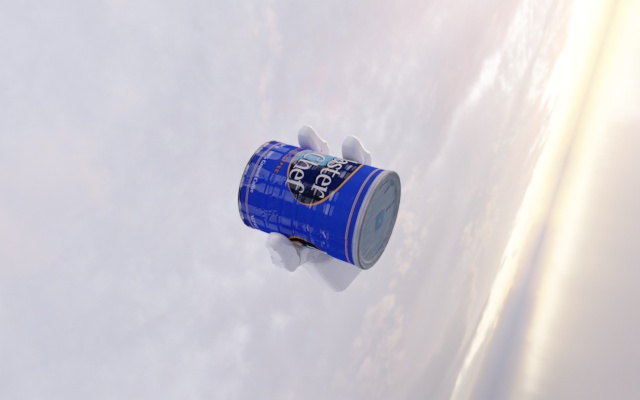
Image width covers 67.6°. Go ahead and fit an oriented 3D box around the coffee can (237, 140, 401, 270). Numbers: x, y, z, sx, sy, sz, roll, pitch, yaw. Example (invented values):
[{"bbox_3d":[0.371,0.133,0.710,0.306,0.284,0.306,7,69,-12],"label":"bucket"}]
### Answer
[{"bbox_3d":[0.000,0.002,0.501,0.140,0.103,0.103,17,7,25],"label":"coffee can"}]
